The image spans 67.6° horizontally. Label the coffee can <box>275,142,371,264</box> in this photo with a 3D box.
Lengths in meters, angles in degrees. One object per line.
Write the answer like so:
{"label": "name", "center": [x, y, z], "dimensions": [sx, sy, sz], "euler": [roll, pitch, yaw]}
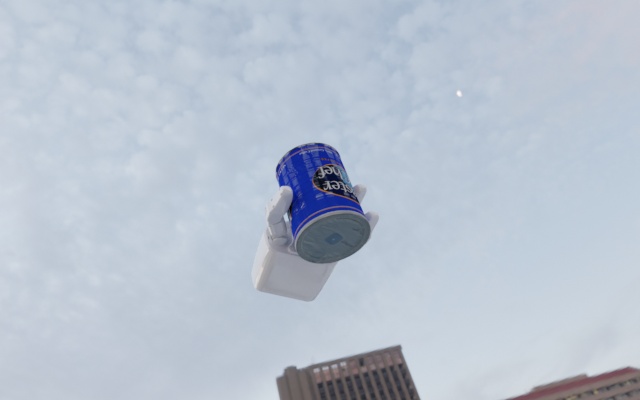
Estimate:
{"label": "coffee can", "center": [0.000, 0.002, 0.670], "dimensions": [0.103, 0.140, 0.103], "euler": [-11, -41, -10]}
